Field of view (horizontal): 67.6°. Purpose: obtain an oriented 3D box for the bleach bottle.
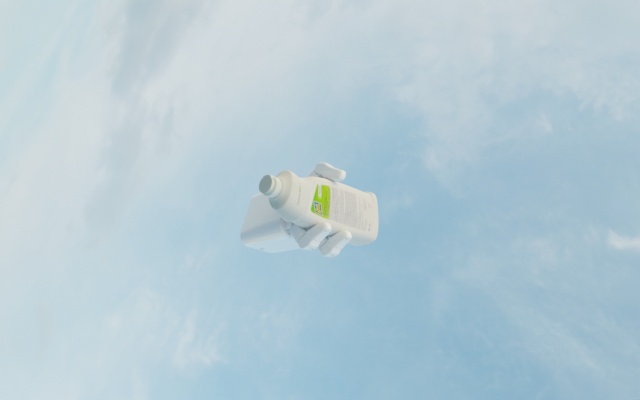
[{"bbox_3d":[0.000,0.003,0.784,0.068,0.102,0.251,-17,-27,36],"label":"bleach bottle"}]
